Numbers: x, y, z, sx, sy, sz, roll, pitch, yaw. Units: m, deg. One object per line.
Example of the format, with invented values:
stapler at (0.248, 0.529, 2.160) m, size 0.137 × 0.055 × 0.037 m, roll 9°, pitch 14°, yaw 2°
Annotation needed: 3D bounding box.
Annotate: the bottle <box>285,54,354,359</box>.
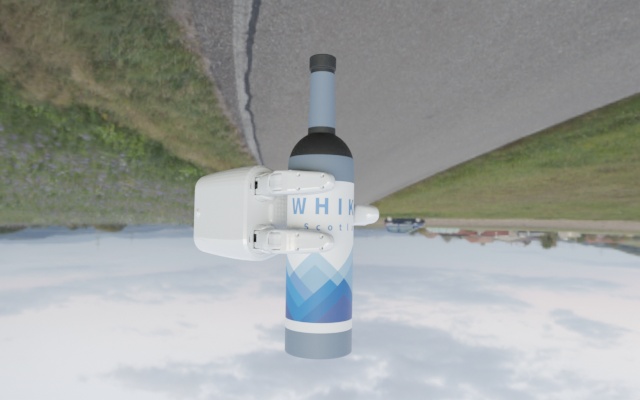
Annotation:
bottle at (0.000, 0.002, 0.480) m, size 0.069 × 0.295 × 0.069 m, roll 1°, pitch -3°, yaw 0°
